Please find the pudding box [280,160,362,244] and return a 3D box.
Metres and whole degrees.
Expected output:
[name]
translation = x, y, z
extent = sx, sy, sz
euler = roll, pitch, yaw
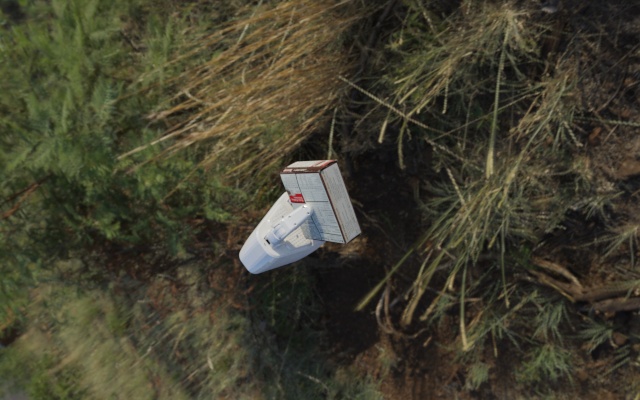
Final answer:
[pudding box]
translation = 0.000, 0.002, 0.658
extent = 0.039, 0.113, 0.090
euler = -36, 24, -35
